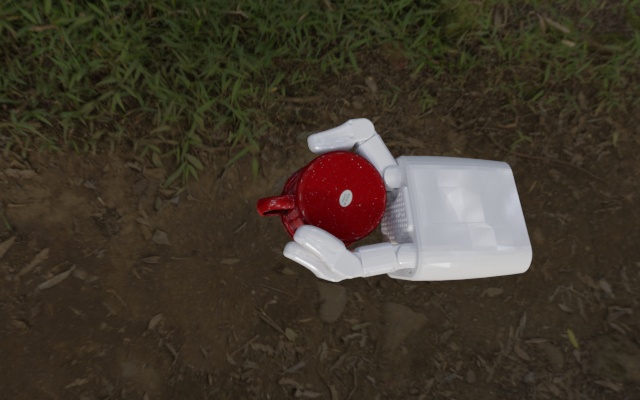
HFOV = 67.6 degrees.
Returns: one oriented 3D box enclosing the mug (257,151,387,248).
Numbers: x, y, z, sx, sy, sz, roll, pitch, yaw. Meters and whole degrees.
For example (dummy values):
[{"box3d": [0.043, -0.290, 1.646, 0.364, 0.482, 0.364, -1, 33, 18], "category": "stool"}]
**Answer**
[{"box3d": [-0.001, 0.001, 0.442, 0.117, 0.093, 0.081, -1, -8, -11], "category": "mug"}]
